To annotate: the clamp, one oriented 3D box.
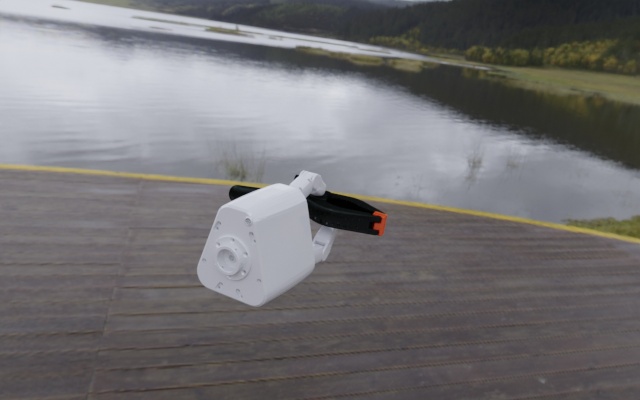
[{"bbox_3d":[0.001,0.002,0.678,0.210,0.036,0.164,16,18,23],"label":"clamp"}]
